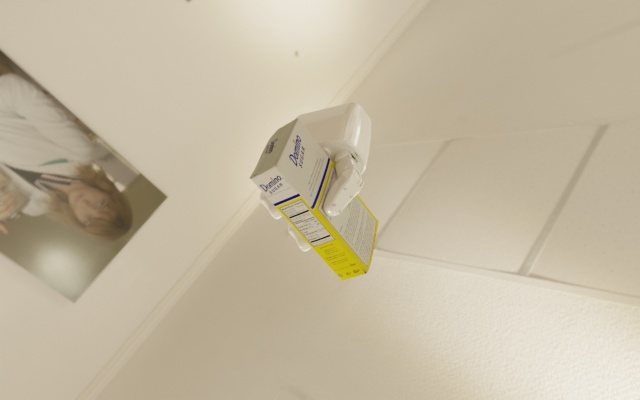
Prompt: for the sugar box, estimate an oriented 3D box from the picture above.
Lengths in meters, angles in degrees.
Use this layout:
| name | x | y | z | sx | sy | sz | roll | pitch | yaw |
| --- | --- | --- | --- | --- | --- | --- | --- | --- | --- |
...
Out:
| name | x | y | z | sx | sy | sz | roll | pitch | yaw |
| --- | --- | --- | --- | --- | --- | --- | --- | --- | --- |
| sugar box | 0.000 | 0.002 | 0.553 | 0.048 | 0.176 | 0.093 | -25 | 29 | 32 |
